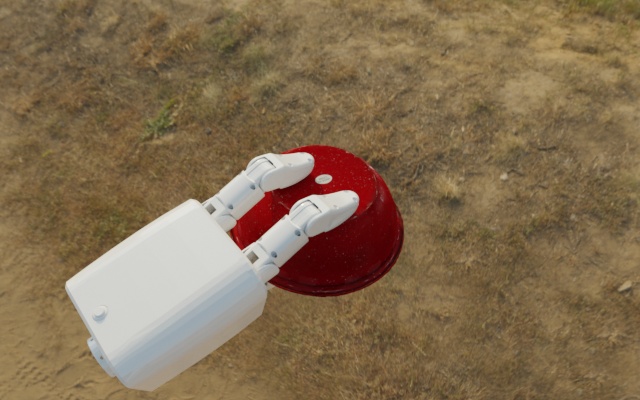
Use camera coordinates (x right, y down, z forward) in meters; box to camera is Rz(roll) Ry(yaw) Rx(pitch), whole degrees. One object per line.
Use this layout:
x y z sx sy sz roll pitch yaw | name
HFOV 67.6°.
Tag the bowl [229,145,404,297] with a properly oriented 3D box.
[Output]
0.001 0.000 0.422 0.162 0.162 0.055 0 -42 -8 | bowl
